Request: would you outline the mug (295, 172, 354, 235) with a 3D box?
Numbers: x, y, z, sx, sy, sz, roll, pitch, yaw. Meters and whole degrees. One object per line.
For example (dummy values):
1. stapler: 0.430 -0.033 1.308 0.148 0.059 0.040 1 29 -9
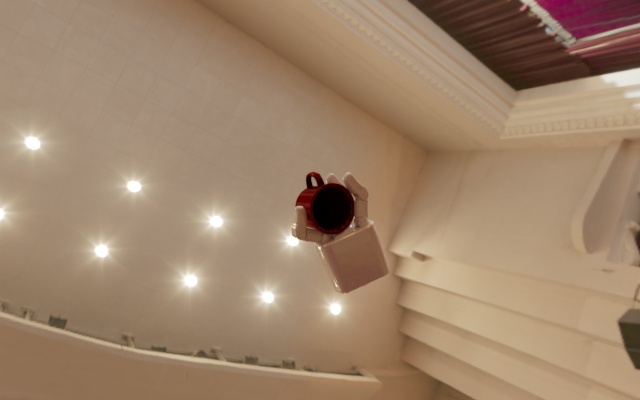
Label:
1. mug: -0.001 0.002 0.885 0.093 0.117 0.081 -27 14 -24
